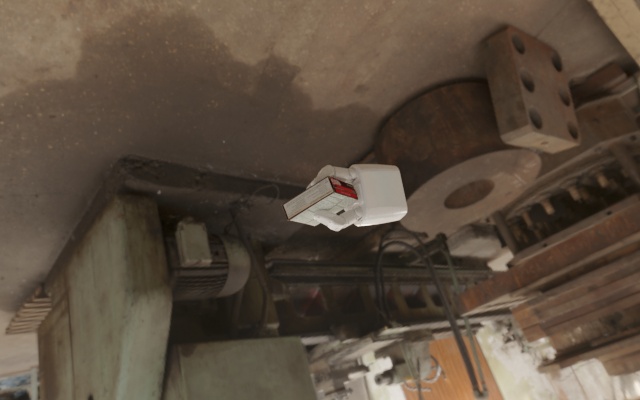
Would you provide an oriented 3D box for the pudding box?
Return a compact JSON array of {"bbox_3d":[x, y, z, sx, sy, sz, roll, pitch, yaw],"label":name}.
[{"bbox_3d":[0.000,0.003,0.880,0.113,0.039,0.090,-33,-26,24],"label":"pudding box"}]
